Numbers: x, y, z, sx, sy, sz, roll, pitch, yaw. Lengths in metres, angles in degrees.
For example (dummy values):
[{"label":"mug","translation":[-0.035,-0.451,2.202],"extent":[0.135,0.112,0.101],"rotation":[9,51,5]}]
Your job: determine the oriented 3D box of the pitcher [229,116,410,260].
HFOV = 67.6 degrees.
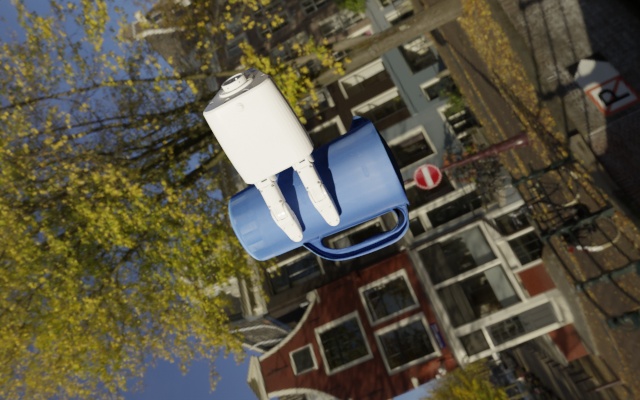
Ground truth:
[{"label":"pitcher","translation":[0.000,0.002,0.685],"extent":[0.243,0.145,0.149],"rotation":[-25,33,10]}]
